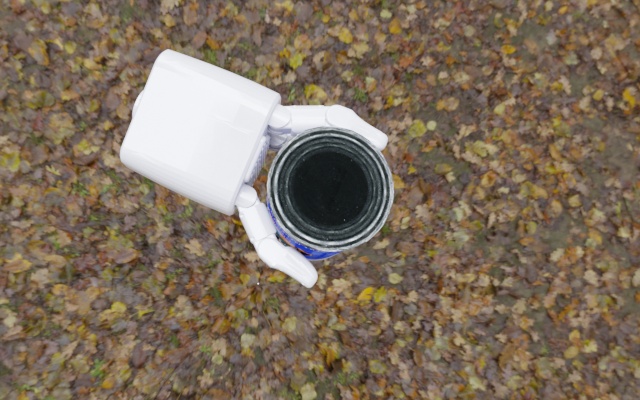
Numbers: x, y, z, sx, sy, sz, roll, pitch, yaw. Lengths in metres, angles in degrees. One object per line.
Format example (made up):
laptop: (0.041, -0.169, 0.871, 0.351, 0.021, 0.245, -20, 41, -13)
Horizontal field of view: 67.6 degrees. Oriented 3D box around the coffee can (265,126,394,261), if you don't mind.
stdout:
coffee can: (0.000, 0.002, 0.446, 0.103, 0.103, 0.140, 0, -10, -7)
